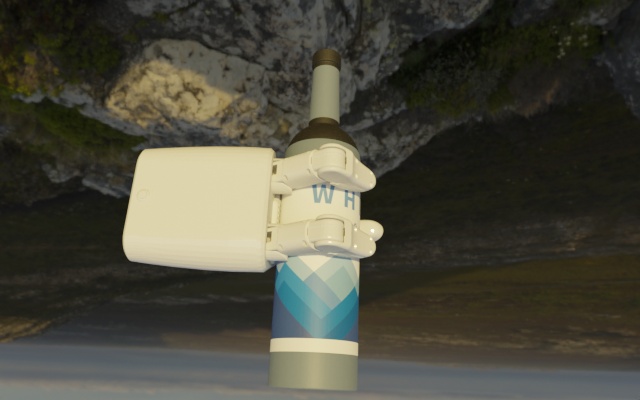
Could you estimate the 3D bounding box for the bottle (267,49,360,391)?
[{"bbox_3d":[0.000,0.002,0.403,0.069,0.295,0.069,2,-20,1],"label":"bottle"}]
